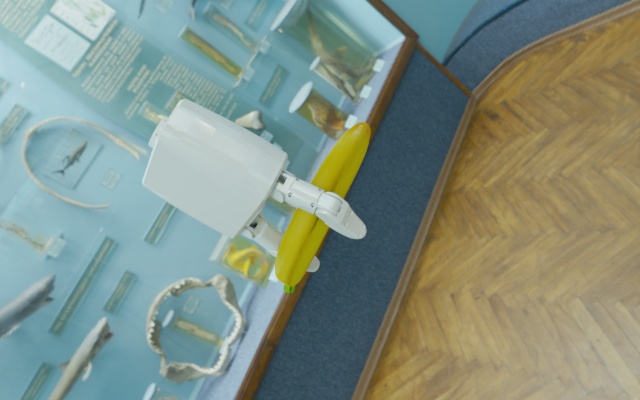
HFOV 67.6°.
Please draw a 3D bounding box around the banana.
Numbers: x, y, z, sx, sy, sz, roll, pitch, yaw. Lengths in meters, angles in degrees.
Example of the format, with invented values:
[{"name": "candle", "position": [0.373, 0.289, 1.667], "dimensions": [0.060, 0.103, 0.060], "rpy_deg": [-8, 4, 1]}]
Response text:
[{"name": "banana", "position": [-0.001, 0.005, 0.476], "dimensions": [0.037, 0.198, 0.069], "rpy_deg": [27, 2, -1]}]
